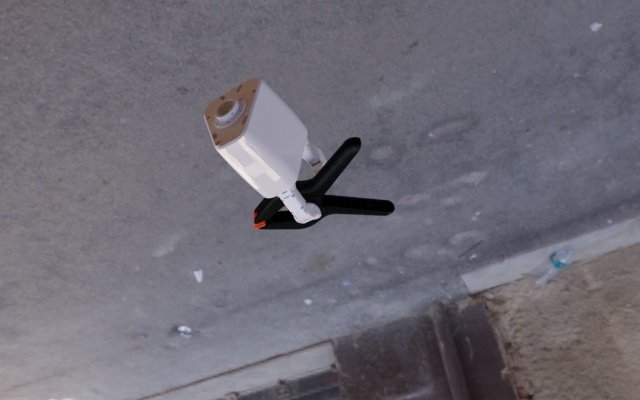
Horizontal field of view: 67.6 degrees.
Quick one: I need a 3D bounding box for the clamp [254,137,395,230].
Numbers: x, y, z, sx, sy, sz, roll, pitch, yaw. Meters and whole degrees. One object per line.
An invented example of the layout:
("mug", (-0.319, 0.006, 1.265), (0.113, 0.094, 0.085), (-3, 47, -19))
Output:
("clamp", (0.000, 0.003, 0.708), (0.210, 0.036, 0.165), (-24, -45, 20))
